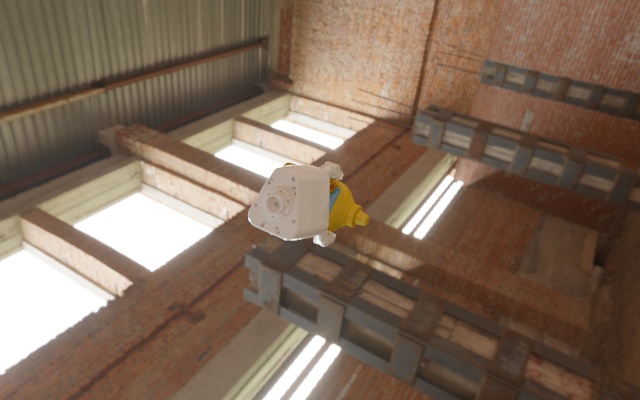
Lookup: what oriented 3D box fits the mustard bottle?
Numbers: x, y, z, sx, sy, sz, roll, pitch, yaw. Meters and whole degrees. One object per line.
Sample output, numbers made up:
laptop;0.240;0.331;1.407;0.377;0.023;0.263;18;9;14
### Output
mustard bottle;0.000;0.003;0.872;0.191;0.096;0.058;22;-12;23
